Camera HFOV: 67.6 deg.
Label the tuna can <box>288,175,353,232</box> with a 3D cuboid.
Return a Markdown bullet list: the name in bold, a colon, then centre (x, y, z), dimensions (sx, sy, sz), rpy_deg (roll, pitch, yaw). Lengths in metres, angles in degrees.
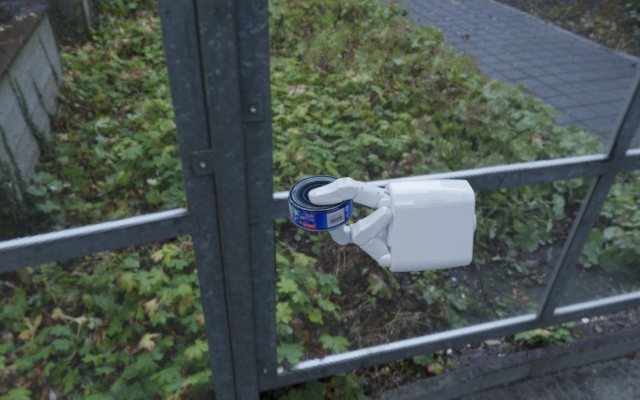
- **tuna can**: centre (0.000, 0.002, 0.635), dimensions (0.086, 0.034, 0.086), rpy_deg (-3, 35, 2)
